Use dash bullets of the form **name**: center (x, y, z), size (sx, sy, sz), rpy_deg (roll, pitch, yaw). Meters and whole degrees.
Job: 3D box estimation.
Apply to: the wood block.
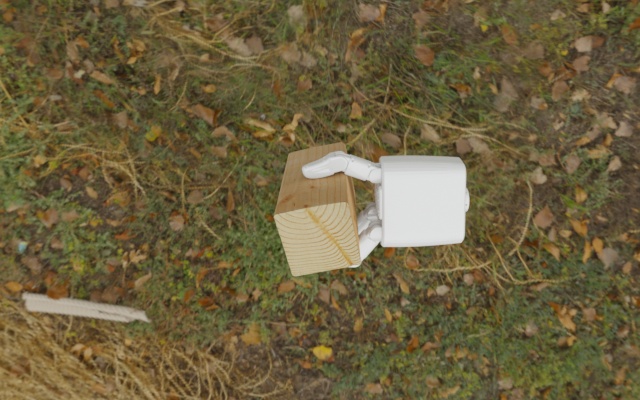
- **wood block**: center (0.000, 0.002, 0.658), size (0.090, 0.091, 0.206), rpy_deg (-11, 25, 7)
